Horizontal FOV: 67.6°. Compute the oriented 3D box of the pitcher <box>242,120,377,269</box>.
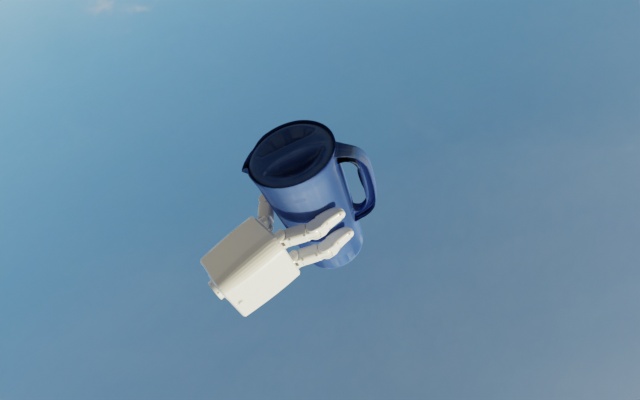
[{"bbox_3d":[0.000,0.003,0.750,0.149,0.145,0.243,39,-17,40],"label":"pitcher"}]
